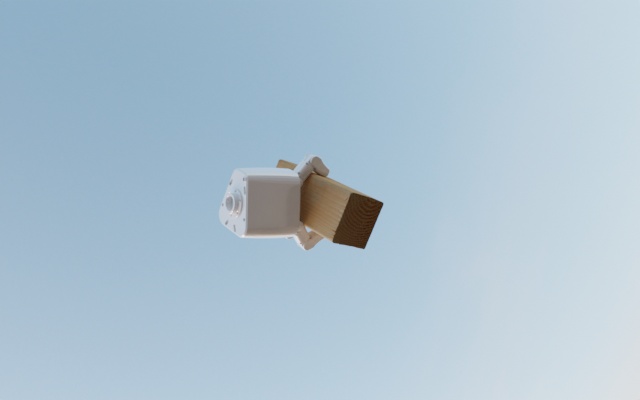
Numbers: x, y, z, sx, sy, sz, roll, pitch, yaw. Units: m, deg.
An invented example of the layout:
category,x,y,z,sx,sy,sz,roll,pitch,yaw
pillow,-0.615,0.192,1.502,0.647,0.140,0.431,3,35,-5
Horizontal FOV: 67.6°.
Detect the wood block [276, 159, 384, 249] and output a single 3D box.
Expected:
category,x,y,z,sx,sy,sz,roll,pitch,yaw
wood block,0.000,0.002,0.866,0.090,0.091,0.206,16,8,-44
